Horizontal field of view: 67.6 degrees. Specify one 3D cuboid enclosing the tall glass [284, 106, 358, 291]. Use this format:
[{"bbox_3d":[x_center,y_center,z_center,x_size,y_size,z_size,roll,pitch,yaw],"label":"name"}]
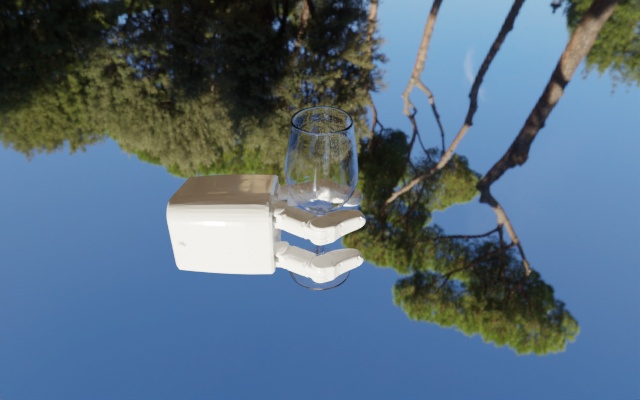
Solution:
[{"bbox_3d":[0.000,0.002,0.524,0.079,0.201,0.079,1,35,-1],"label":"tall glass"}]
